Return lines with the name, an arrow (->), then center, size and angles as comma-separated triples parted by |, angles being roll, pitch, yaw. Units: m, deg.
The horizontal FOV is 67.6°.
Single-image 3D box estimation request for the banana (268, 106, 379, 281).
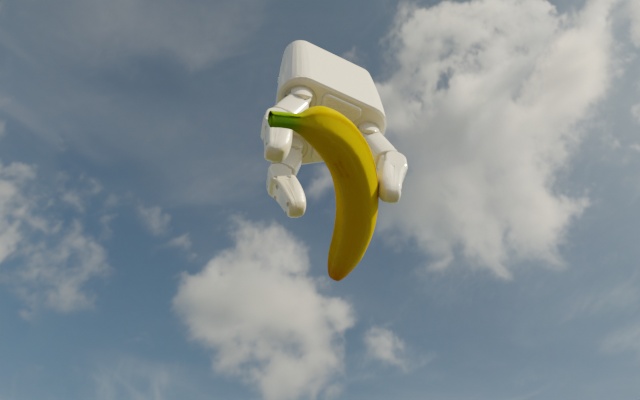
banana -> 0.017, -0.006, 0.409 | 0.069, 0.198, 0.037 | -17, 39, 4
